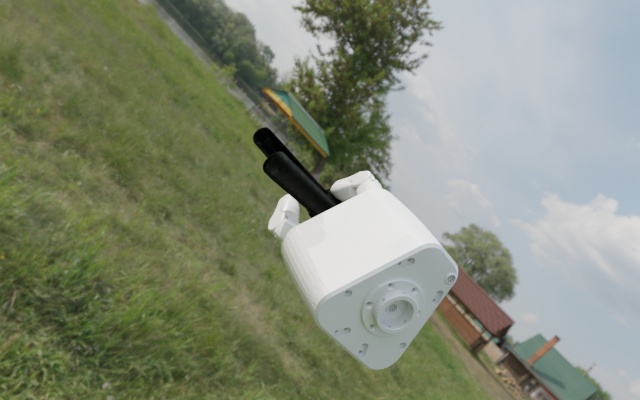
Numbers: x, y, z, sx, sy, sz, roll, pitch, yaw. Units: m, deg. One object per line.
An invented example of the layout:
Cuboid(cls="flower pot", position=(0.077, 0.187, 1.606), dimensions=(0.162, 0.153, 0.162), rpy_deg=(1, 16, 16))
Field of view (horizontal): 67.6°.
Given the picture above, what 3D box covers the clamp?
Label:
Cuboid(cls="clamp", position=(0.001, 0.002, 0.532), dimensions=(0.210, 0.036, 0.164), rpy_deg=(46, 5, -27))
